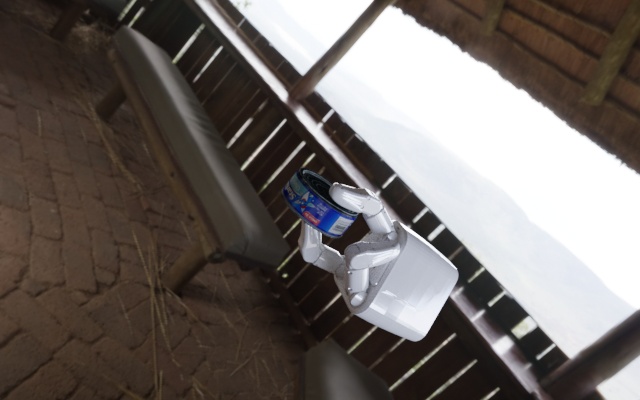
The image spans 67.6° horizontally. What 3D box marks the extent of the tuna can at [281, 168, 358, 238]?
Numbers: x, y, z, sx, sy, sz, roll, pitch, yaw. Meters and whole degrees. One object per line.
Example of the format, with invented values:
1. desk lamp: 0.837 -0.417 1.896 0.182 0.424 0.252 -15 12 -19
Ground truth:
1. tuna can: 0.000 0.001 0.534 0.086 0.034 0.086 35 15 -11
